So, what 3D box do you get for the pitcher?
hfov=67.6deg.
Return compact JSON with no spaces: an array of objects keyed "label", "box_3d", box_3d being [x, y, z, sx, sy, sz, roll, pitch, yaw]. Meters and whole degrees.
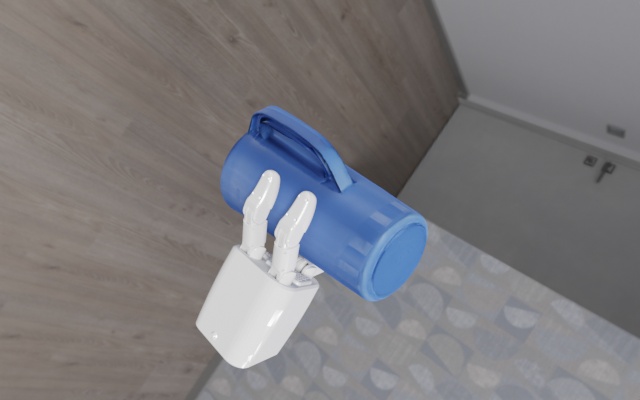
[{"label":"pitcher","box_3d":[0.000,0.002,0.560,0.242,0.145,0.149,33,7,35]}]
